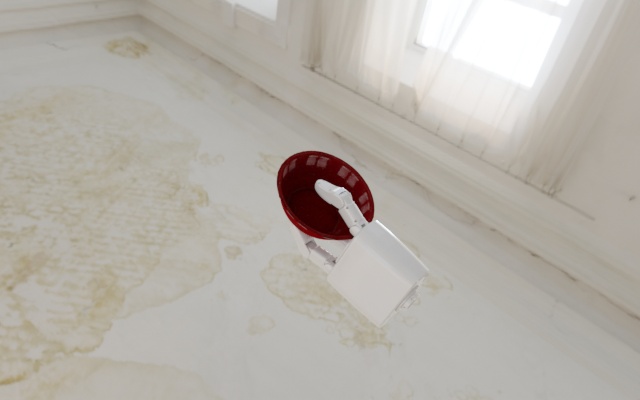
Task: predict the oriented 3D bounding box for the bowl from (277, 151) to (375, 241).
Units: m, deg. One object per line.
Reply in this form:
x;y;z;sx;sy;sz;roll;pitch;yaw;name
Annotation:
-0.001;0.002;0.735;0.162;0.162;0.055;0;-33;-29;bowl
